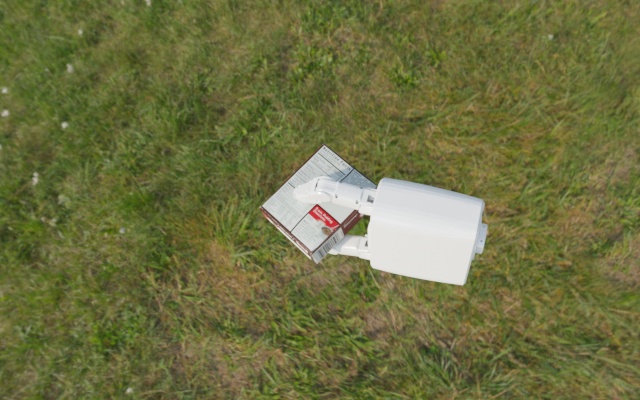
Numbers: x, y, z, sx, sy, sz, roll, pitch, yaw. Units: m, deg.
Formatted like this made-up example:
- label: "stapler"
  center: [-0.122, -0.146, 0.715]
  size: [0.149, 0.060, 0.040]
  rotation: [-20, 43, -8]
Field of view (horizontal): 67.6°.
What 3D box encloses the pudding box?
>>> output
- label: "pudding box"
  center: [0.000, 0.002, 0.557]
  size: [0.090, 0.113, 0.039]
  rotation: [41, -13, 23]
